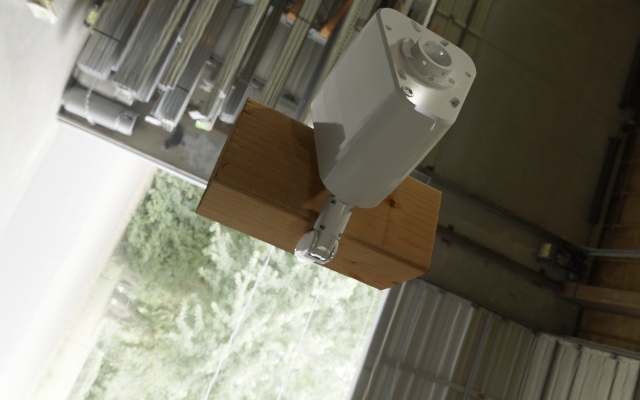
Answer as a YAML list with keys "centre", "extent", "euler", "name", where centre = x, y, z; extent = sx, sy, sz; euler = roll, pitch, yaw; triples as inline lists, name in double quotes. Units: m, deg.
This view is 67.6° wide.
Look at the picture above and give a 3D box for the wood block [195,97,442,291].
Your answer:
- centre: [0.000, 0.002, 0.456]
  extent: [0.206, 0.090, 0.090]
  euler: [25, -29, -15]
  name: "wood block"
